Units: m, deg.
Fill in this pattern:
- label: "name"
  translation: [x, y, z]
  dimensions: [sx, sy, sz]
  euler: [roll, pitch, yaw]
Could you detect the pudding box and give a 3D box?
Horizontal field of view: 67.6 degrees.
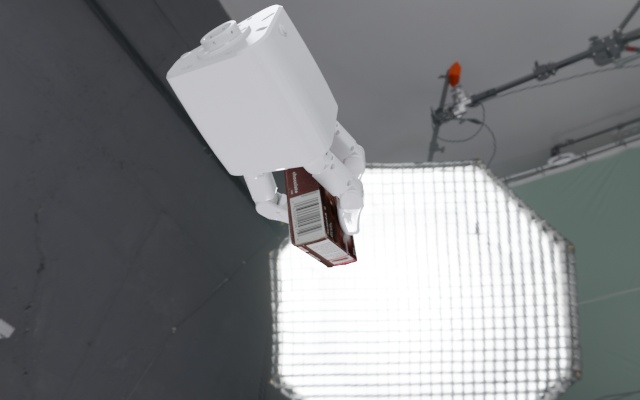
- label: "pudding box"
  translation: [0.000, 0.002, 0.475]
  dimensions: [0.039, 0.113, 0.090]
  euler: [-14, -25, 19]
